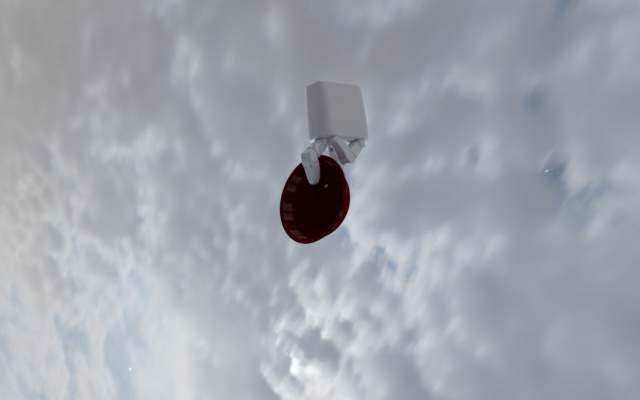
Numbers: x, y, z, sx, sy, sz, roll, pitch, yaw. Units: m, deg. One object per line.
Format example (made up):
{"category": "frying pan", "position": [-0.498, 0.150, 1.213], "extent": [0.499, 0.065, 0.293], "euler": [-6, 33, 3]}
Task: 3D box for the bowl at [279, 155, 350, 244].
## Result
{"category": "bowl", "position": [0.000, 0.004, 0.858], "extent": [0.162, 0.162, 0.055], "euler": [0, -14, 44]}
